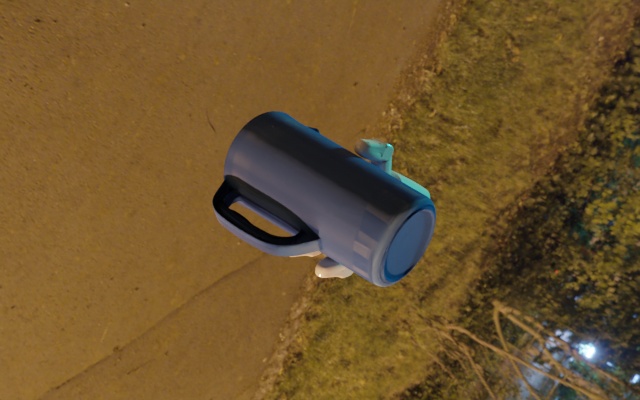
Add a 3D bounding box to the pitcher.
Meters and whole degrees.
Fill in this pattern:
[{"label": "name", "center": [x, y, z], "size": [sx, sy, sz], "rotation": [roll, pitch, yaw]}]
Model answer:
[{"label": "pitcher", "center": [0.000, 0.002, 0.558], "size": [0.242, 0.149, 0.145], "rotation": [31, 10, 34]}]
